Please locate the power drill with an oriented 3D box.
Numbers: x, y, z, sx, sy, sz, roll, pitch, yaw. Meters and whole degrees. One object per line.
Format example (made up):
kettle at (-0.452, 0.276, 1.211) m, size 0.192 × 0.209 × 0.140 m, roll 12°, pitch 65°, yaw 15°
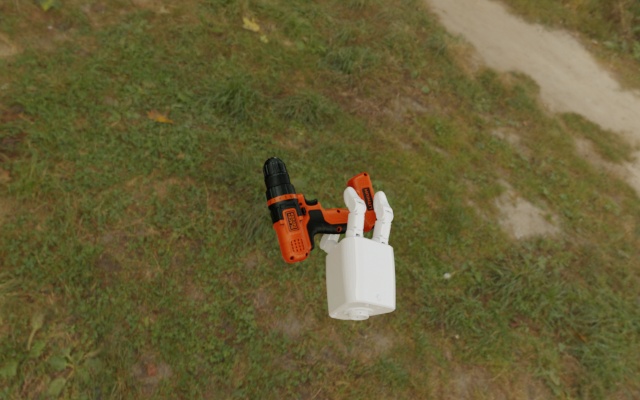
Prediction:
power drill at (0.001, 0.003, 0.833) m, size 0.187 × 0.184 × 0.057 m, roll -11°, pitch -9°, yaw -20°
